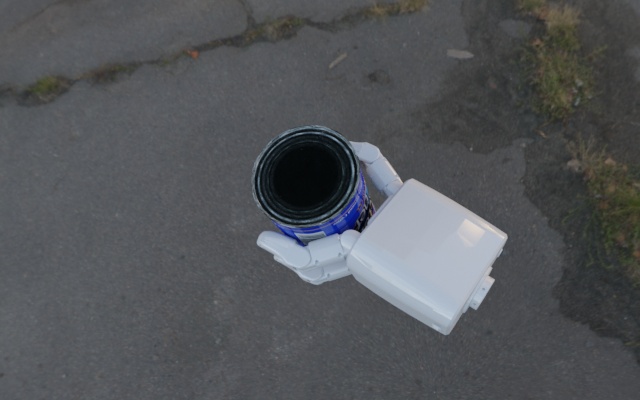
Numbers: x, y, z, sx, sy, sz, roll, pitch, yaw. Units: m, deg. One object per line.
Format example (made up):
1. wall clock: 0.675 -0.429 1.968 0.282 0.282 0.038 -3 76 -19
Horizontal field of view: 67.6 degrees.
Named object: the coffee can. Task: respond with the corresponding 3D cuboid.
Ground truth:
1. coffee can: 0.000 0.002 0.495 0.103 0.102 0.140 0 -21 13
